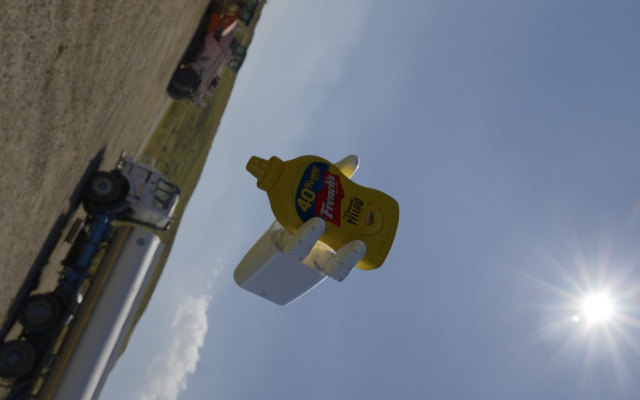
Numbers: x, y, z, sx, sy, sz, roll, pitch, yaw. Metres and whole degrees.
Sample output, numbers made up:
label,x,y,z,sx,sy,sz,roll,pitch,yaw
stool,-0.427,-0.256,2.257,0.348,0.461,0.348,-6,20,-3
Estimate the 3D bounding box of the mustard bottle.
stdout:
label,x,y,z,sx,sy,sz,roll,pitch,yaw
mustard bottle,0.000,0.002,0.557,0.192,0.096,0.058,29,-23,-19
